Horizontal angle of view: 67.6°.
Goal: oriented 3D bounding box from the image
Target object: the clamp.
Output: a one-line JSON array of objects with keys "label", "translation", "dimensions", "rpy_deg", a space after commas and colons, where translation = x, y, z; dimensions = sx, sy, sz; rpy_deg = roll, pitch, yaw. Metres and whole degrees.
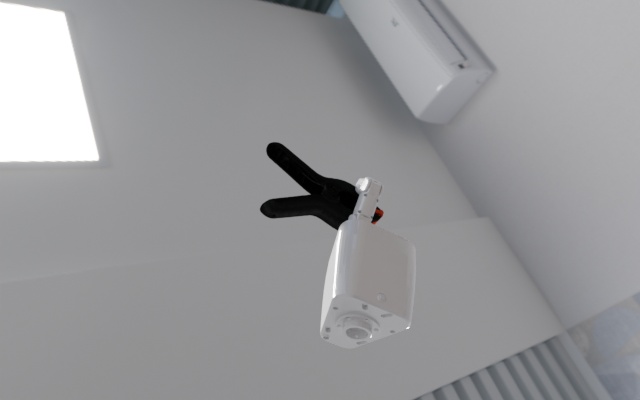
[{"label": "clamp", "translation": [0.000, 0.002, 0.589], "dimensions": [0.171, 0.120, 0.039], "rpy_deg": [26, -44, -13]}]
